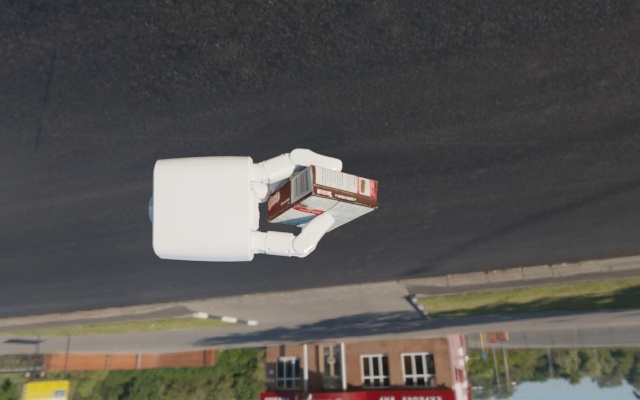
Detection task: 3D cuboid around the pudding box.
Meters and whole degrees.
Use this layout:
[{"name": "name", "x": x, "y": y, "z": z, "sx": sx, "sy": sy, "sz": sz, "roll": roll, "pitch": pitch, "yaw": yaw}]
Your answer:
[{"name": "pudding box", "x": 0.000, "y": 0.002, "z": 0.569, "sx": 0.090, "sy": 0.039, "sz": 0.113, "roll": 11, "pitch": -22, "yaw": -29}]
